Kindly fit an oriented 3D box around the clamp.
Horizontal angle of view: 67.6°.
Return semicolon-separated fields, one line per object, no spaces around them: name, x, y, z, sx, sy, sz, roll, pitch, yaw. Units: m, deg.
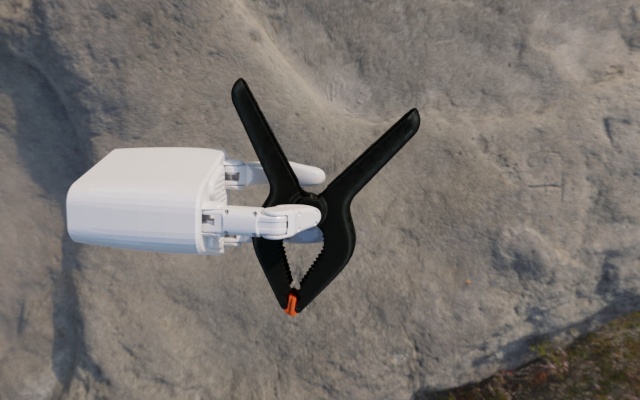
clamp;0.000;0.002;0.427;0.164;0.210;0.036;4;10;3
